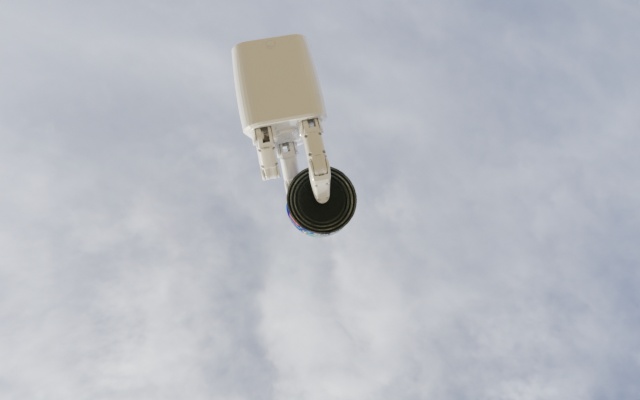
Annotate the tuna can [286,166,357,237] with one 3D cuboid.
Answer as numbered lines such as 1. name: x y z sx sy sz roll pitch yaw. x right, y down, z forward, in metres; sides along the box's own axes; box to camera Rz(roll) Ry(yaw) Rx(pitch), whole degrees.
1. tuna can: 0.000 0.002 0.591 0.086 0.086 0.034 0 -14 -7
